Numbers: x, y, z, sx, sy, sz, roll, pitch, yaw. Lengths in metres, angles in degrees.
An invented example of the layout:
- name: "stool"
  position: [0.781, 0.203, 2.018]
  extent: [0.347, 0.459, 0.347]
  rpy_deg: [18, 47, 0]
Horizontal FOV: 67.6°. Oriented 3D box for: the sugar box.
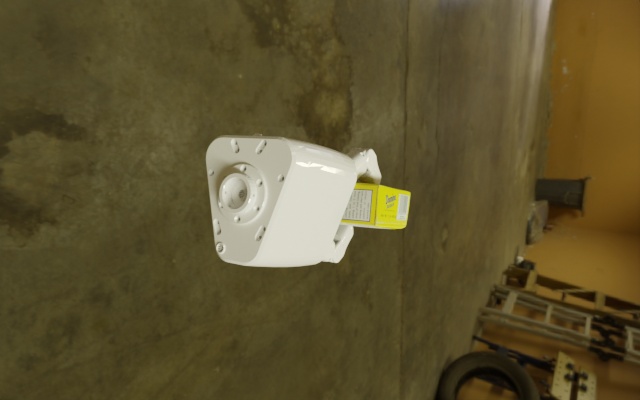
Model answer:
- name: "sugar box"
  position: [0.000, 0.001, 0.529]
  extent: [0.176, 0.048, 0.093]
  rpy_deg: [7, -1, 29]
